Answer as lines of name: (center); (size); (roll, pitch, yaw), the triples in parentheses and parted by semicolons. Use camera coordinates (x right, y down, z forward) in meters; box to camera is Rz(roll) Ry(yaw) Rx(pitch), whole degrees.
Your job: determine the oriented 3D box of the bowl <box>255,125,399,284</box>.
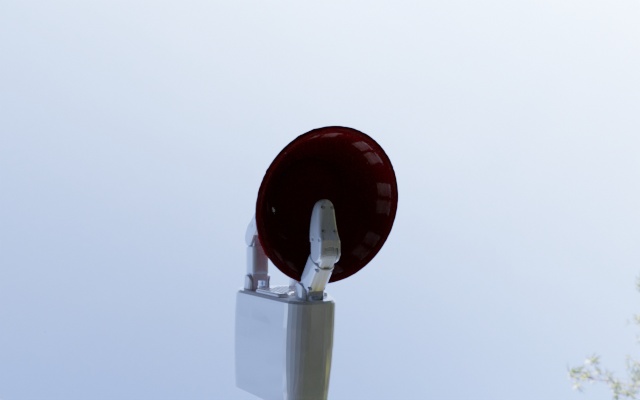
bowl: (0.000, 0.000, 0.495); (0.162, 0.162, 0.055); (0, 12, -28)
